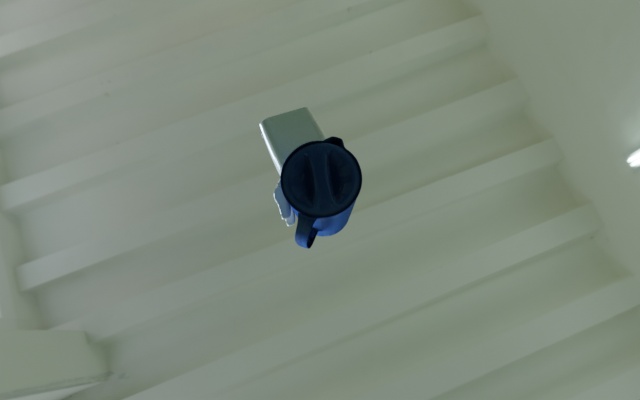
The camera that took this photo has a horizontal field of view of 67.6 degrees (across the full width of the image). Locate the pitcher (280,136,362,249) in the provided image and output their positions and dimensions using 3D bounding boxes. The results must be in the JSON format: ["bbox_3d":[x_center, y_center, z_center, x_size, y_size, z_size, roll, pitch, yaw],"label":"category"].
[{"bbox_3d":[0.000,0.003,0.881,0.149,0.145,0.243,-27,-15,-5],"label":"pitcher"}]
